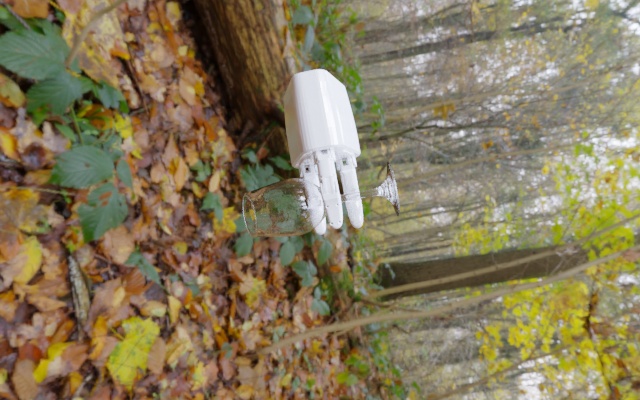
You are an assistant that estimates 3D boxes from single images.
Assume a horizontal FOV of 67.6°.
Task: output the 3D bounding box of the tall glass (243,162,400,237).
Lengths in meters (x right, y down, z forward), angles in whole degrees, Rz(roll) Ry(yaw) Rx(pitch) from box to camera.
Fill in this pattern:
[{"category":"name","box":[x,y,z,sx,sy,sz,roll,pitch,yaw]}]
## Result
[{"category":"tall glass","box":[0.001,0.002,0.644,0.201,0.079,0.079,-11,-1,3]}]
